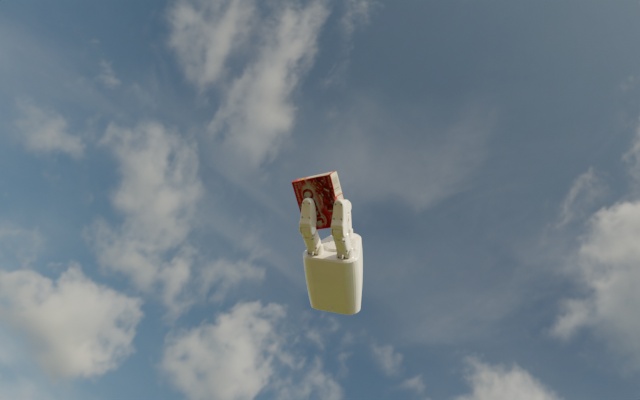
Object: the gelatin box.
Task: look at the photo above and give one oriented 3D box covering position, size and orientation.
[{"bbox_3d":[0.000,0.002,0.786,0.073,0.089,0.030,-10,11,28],"label":"gelatin box"}]
